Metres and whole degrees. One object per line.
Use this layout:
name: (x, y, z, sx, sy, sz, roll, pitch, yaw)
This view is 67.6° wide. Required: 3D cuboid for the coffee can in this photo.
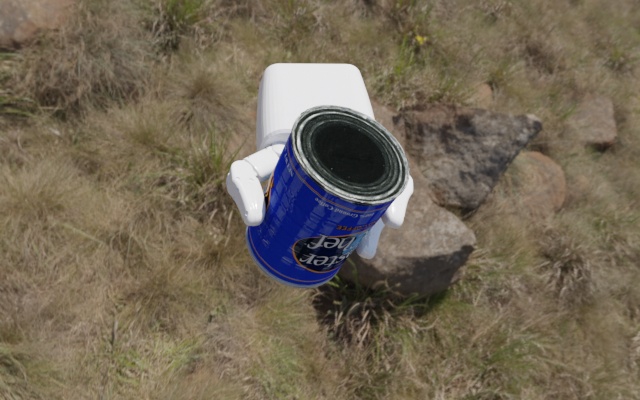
coffee can: (0.000, 0.002, 0.426, 0.103, 0.102, 0.140, 0, -35, -27)
